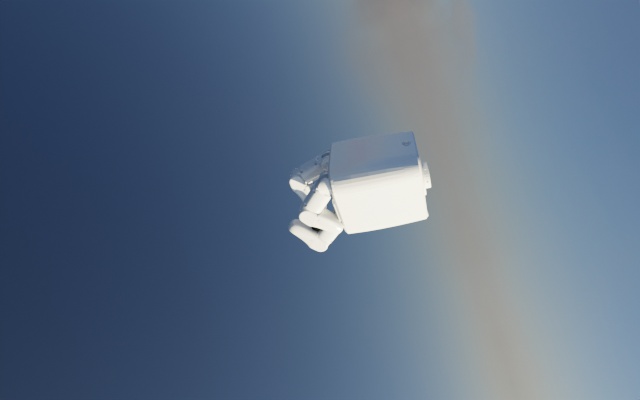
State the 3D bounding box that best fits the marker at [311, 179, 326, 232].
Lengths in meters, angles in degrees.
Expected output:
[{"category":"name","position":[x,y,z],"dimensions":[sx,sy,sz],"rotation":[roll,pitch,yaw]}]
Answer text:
[{"category":"marker","position":[0.000,0.002,0.667],"dimensions":[0.020,0.020,0.121],"rotation":[0,35,4]}]
